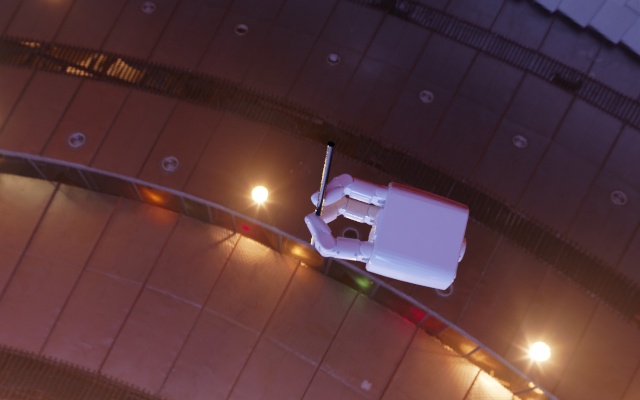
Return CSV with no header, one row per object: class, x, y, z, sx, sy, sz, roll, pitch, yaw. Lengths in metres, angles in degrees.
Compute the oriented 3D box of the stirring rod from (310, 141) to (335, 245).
stirring rod,0.000,0.002,0.593,0.011,0.011,0.240,0,-30,-6
